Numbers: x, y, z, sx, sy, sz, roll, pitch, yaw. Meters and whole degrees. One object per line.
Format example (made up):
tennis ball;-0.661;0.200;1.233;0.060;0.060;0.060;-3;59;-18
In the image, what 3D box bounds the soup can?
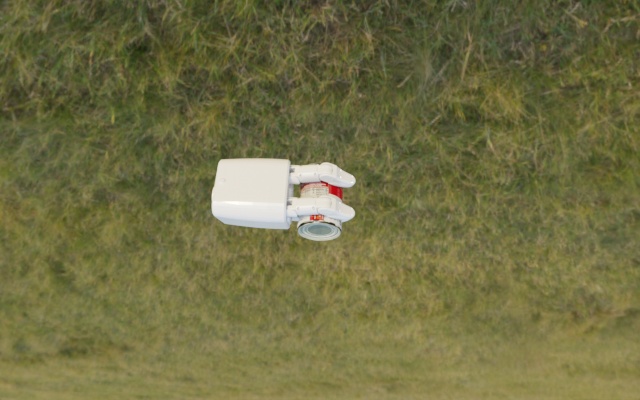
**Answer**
soup can;0.001;0.003;0.732;0.068;0.102;0.068;2;-28;1
